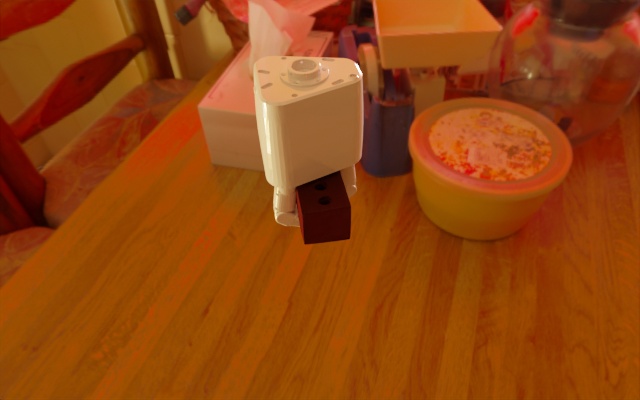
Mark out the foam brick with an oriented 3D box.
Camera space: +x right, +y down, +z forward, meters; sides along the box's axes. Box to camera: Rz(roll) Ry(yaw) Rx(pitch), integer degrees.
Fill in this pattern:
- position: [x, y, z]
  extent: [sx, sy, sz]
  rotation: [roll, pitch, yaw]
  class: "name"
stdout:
- position: [0.000, 0.002, 0.530]
  extent: [0.053, 0.051, 0.078]
  rotation: [-8, 46, -8]
  class: "foam brick"
